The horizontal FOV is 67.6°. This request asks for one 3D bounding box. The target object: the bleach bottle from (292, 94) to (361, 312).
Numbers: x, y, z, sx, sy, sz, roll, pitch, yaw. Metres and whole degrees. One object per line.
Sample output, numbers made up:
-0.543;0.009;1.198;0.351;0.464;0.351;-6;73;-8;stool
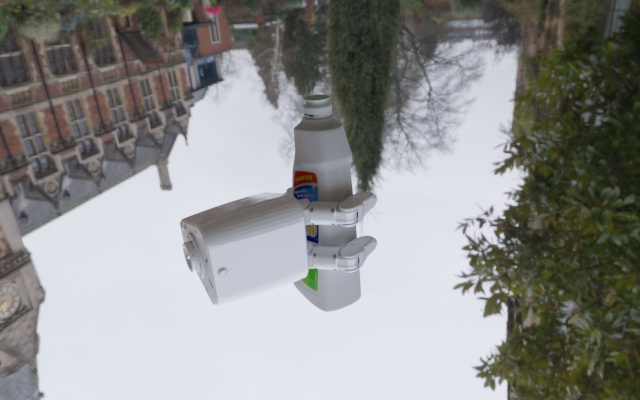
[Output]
0.000;0.002;0.564;0.068;0.251;0.102;-16;27;-25;bleach bottle
